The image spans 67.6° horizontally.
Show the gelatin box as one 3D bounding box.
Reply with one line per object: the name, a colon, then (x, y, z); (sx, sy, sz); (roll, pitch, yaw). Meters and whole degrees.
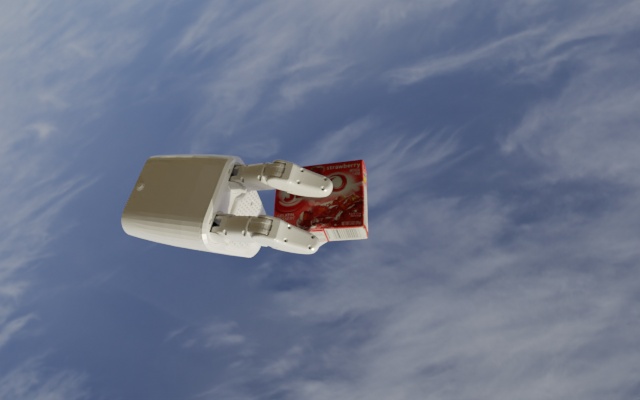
gelatin box: (0.001, 0.002, 0.461); (0.089, 0.073, 0.030); (-5, -30, 12)
